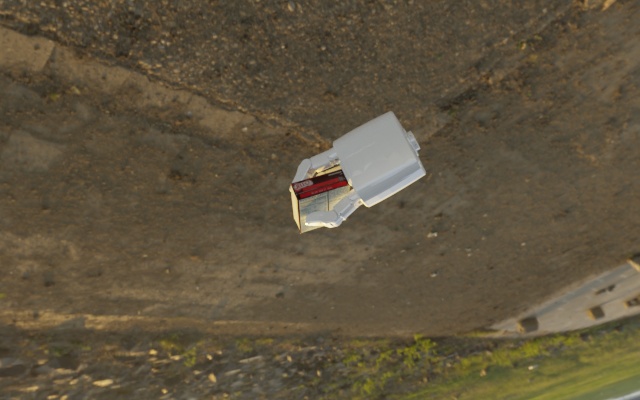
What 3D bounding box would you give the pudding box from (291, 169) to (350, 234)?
[{"bbox_3d":[0.000,0.003,0.786,0.090,0.039,0.114,-16,-33,-10],"label":"pudding box"}]
